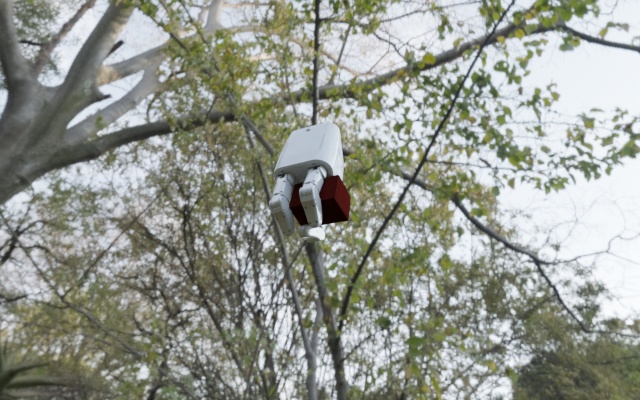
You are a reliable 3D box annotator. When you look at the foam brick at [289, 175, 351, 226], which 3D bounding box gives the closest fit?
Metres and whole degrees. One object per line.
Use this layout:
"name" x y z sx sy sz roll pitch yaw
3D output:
"foam brick" 0.000 0.002 0.719 0.078 0.051 0.053 -11 -48 24
